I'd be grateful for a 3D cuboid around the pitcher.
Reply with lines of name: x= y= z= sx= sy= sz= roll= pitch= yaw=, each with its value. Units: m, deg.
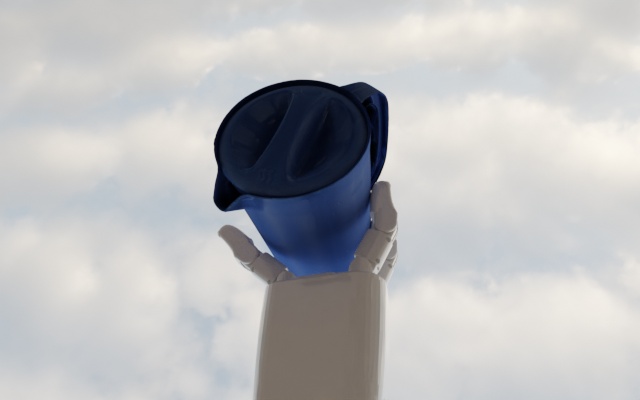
pitcher: x=0.000 y=0.002 z=0.493 sx=0.149 sy=0.145 sz=0.243 roll=-3 pitch=-34 yaw=8
